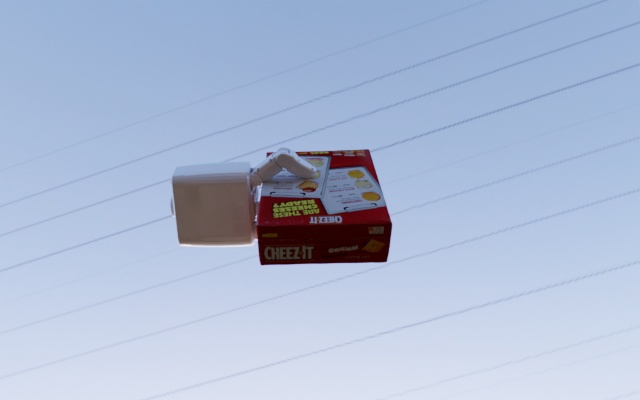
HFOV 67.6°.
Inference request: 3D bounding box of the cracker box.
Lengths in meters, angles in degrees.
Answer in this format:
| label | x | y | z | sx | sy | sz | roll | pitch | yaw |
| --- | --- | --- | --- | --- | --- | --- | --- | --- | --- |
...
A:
| label | x | y | z | sx | sy | sz | roll | pitch | yaw |
| --- | --- | --- | --- | --- | --- | --- | --- | --- | --- |
| cracker box | 0.000 | 0.002 | 0.670 | 0.164 | 0.072 | 0.213 | -2 | 31 | -2 |
